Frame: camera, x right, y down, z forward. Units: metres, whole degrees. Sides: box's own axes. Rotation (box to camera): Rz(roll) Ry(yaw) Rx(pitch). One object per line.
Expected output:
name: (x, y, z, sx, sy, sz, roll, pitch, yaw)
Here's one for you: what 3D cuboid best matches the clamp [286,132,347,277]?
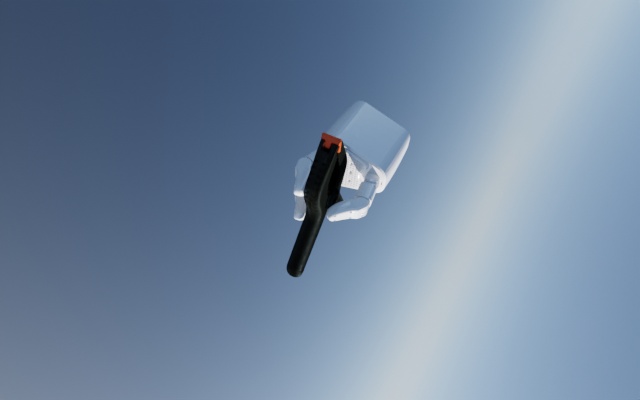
clamp: (0.001, 0.002, 0.666, 0.036, 0.164, 0.210, 23, -37, 15)
